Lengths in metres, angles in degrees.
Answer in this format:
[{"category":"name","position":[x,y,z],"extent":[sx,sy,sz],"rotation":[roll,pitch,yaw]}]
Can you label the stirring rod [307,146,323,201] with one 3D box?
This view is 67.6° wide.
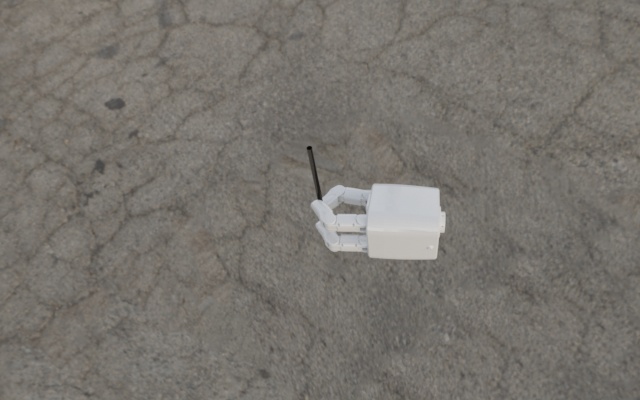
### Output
[{"category":"stirring rod","position":[0.000,0.002,0.753],"extent":[0.011,0.011,0.240],"rotation":[0,-39,10]}]
